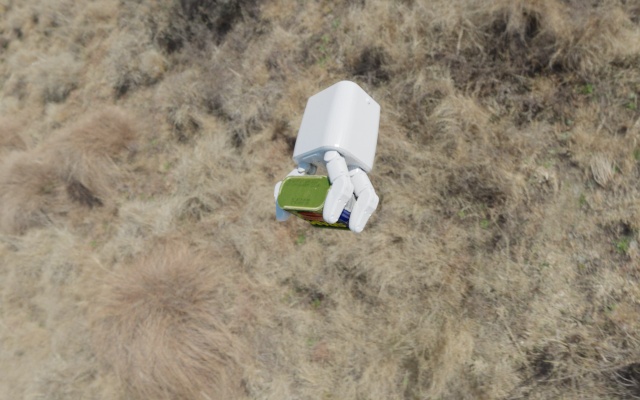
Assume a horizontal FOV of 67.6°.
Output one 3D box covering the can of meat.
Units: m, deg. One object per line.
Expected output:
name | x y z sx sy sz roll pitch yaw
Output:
can of meat | 0.000 0.002 0.686 0.102 0.057 0.084 2 -18 41
